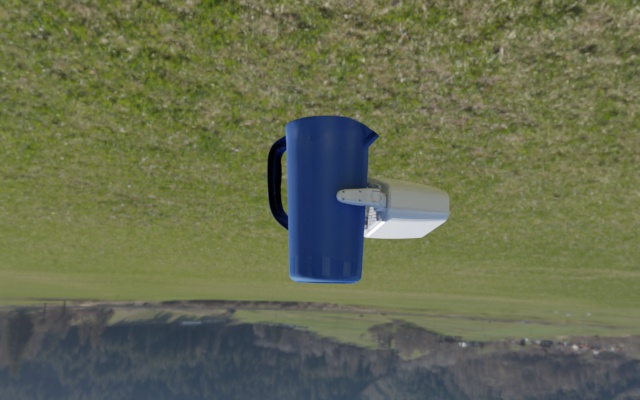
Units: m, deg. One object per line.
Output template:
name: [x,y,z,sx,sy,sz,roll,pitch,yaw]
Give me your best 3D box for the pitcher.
pitcher: [0.000,0.002,0.731,0.145,0.243,0.149,4,-9,-18]
